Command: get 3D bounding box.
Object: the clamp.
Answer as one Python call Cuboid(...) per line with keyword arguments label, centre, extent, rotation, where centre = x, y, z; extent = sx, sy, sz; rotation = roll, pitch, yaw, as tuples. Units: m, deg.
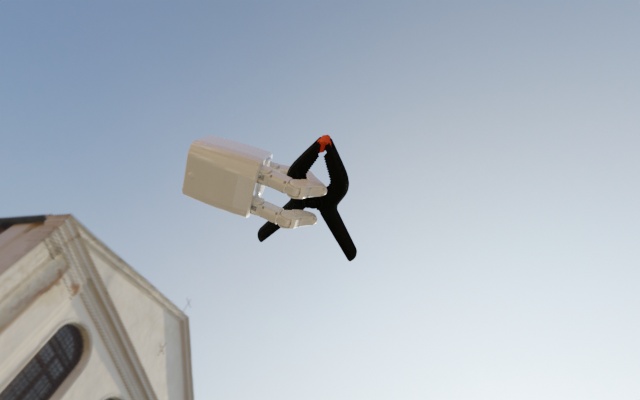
Cuboid(label="clamp", centre=(0.000, 0.001, 0.737), extent=(0.164, 0.210, 0.036), rotation=(17, 31, -2))
